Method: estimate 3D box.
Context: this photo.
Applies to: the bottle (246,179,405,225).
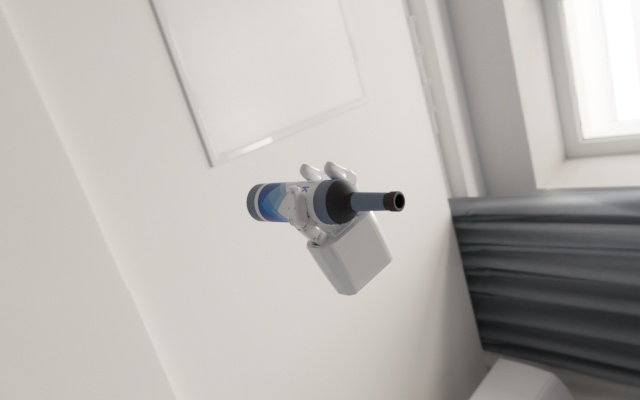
[{"bbox_3d":[0.000,0.002,0.722,0.069,0.069,0.295,0,0,-44],"label":"bottle"}]
